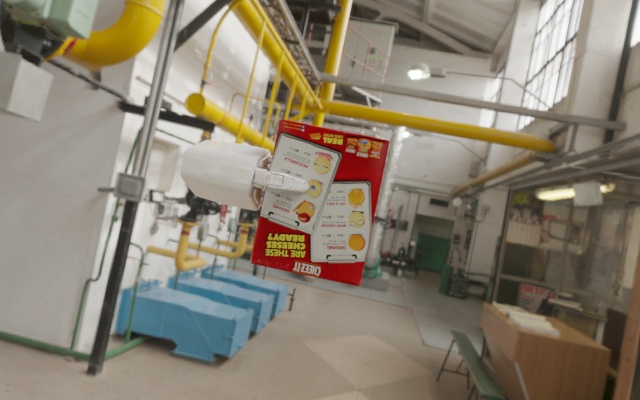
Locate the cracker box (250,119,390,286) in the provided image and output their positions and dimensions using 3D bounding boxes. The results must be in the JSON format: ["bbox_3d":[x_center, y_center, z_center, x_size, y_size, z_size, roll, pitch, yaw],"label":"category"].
[{"bbox_3d":[0.000,0.002,0.710,0.164,0.213,0.072,11,0,4],"label":"cracker box"}]
